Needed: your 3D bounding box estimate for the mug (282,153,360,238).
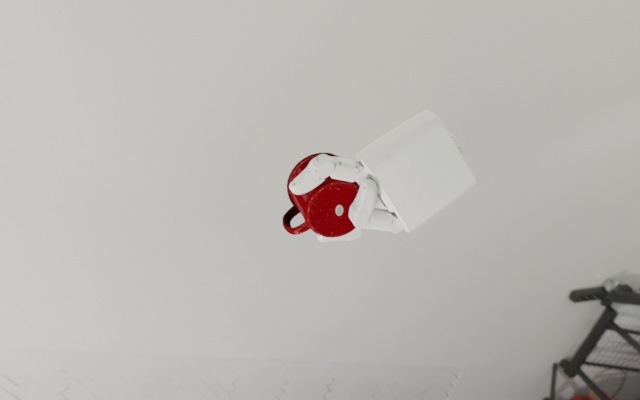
[{"bbox_3d":[-0.001,0.003,0.621,0.117,0.093,0.081,-35,31,2],"label":"mug"}]
